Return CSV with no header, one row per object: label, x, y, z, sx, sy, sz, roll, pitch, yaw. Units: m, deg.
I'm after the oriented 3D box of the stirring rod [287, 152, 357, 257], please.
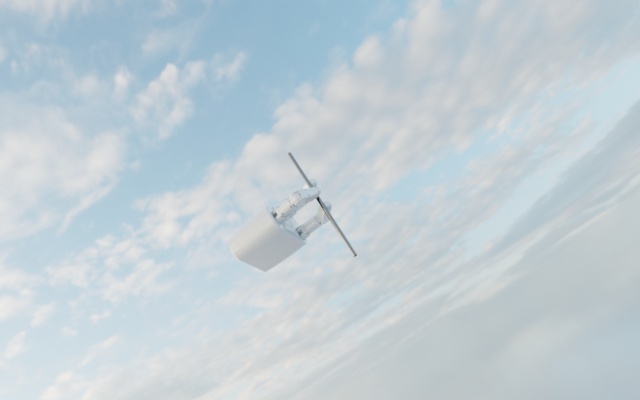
stirring rod,0.000,0.003,0.873,0.011,0.239,0.011,-28,-23,-13
